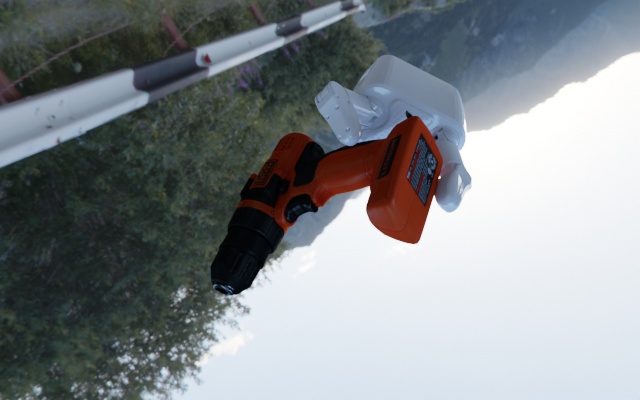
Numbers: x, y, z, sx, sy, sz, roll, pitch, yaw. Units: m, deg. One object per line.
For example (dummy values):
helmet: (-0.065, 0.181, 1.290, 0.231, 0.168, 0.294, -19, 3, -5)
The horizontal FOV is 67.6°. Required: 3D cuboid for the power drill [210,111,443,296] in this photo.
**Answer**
power drill: (0.001, 0.001, 0.415, 0.187, 0.184, 0.057, -6, -42, 38)
